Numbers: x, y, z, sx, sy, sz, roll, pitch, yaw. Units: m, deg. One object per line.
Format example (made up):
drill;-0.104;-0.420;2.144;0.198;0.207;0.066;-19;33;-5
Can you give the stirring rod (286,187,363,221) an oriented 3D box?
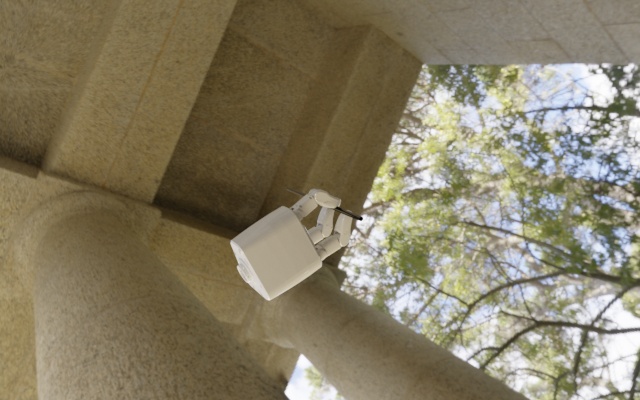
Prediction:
stirring rod;0.000;0.003;0.853;0.011;0.011;0.239;0;13;-33
